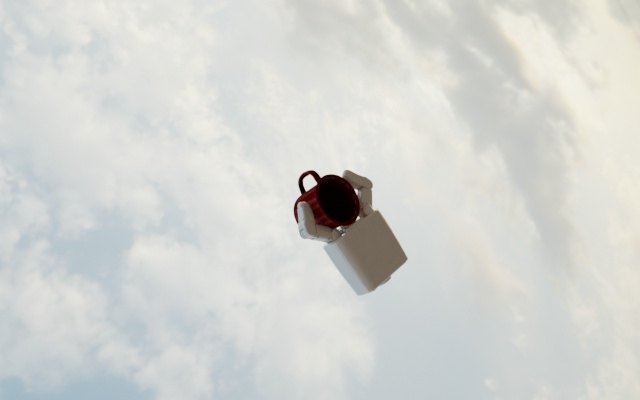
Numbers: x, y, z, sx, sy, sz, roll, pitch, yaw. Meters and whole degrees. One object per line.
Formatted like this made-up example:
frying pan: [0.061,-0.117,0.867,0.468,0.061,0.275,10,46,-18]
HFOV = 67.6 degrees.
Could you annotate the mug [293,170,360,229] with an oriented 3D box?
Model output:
mug: [-0.001,0.002,0.821,0.093,0.117,0.081,-36,3,-43]
